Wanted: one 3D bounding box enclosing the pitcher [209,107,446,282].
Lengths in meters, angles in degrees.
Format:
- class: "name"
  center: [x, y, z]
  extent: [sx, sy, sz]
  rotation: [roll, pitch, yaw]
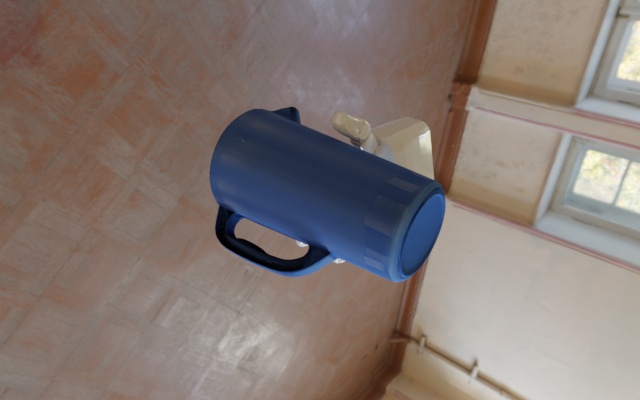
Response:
- class: "pitcher"
  center: [0.000, 0.002, 0.523]
  extent: [0.242, 0.149, 0.145]
  rotation: [24, 32, 31]
